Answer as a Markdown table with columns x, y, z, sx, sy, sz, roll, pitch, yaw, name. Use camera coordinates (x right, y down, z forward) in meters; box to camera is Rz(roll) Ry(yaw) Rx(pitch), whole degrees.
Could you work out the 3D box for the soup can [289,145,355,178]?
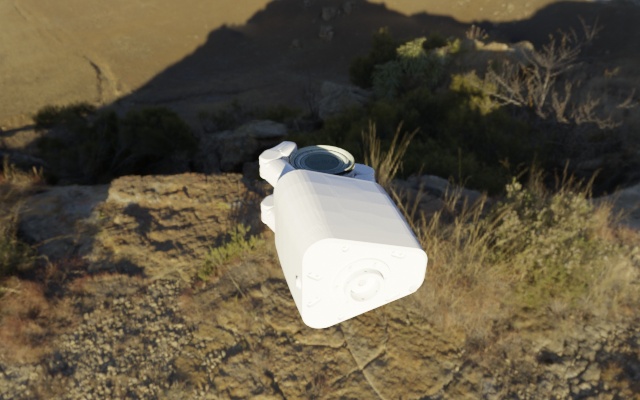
| x | y | z | sx | sy | sz | roll | pitch | yaw | name |
| --- | --- | --- | --- | --- | --- | --- | --- | --- | --- |
| 0.000 | 0.001 | 0.504 | 0.068 | 0.102 | 0.068 | 1 | 32 | -1 | soup can |
